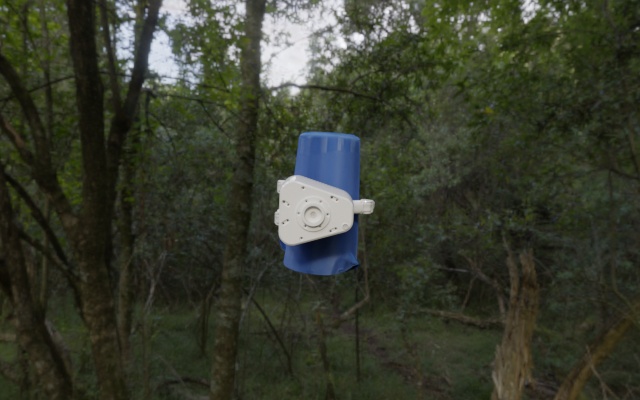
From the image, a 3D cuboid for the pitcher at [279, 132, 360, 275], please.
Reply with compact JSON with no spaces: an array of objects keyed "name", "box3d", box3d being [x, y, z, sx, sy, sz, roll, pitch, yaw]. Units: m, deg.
[{"name":"pitcher","box3d":[0.000,0.003,0.852,0.149,0.243,0.145,4,5,0]}]
